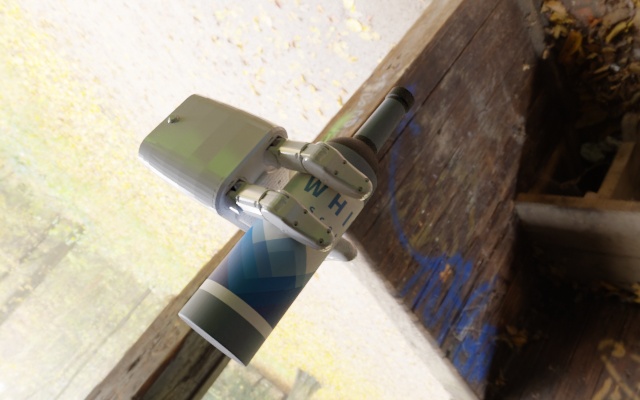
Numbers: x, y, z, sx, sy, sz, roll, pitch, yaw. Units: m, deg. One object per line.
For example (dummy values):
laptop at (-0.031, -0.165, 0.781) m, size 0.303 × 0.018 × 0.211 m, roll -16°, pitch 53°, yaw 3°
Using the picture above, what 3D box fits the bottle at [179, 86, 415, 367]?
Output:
bottle at (0.000, 0.002, 0.424) m, size 0.069 × 0.295 × 0.069 m, roll 31°, pitch -24°, yaw 16°
